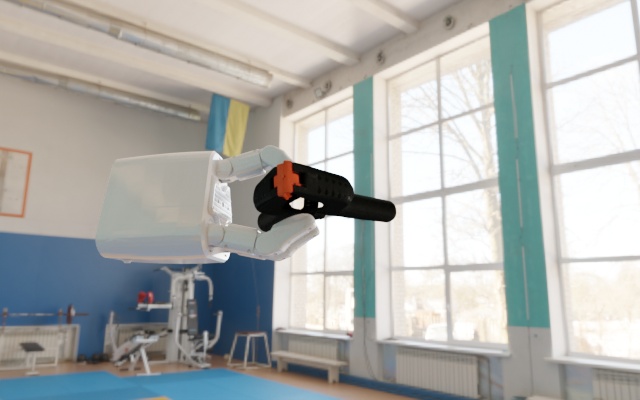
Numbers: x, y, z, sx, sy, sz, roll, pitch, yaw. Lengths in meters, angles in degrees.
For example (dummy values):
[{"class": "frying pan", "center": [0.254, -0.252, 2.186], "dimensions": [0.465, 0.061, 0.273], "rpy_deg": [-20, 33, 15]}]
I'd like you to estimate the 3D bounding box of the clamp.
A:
[{"class": "clamp", "center": [0.000, 0.001, 0.481], "dimensions": [0.164, 0.036, 0.210], "rpy_deg": [-5, -12, 3]}]
